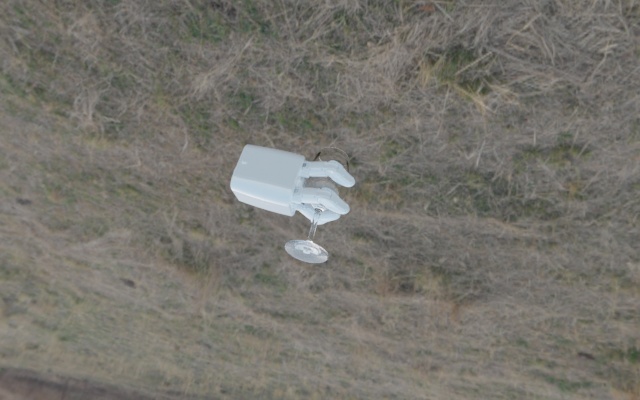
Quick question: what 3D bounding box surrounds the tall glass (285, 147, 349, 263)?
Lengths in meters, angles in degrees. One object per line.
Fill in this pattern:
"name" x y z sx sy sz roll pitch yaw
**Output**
"tall glass" 0.000 0.003 0.832 0.079 0.201 0.079 12 -31 7
